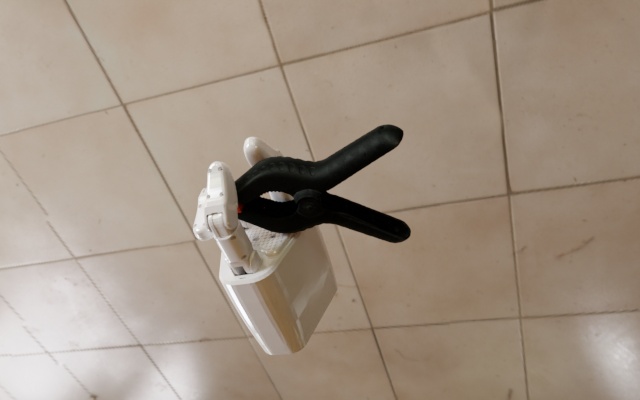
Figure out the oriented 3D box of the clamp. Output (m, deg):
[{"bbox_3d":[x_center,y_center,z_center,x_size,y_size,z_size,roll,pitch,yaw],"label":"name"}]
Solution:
[{"bbox_3d":[0.000,0.002,0.425,0.171,0.120,0.039,-10,32,18],"label":"clamp"}]
